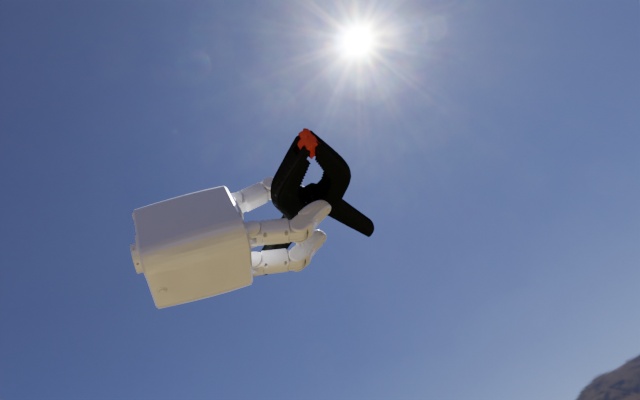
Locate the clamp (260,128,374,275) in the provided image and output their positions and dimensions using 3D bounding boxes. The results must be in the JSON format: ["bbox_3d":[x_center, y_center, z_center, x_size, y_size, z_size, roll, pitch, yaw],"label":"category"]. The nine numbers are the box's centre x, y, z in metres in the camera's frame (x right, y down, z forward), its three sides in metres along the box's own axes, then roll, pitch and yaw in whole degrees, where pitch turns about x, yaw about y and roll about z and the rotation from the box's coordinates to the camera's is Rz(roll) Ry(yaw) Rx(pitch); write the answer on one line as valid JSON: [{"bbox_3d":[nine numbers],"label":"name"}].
[{"bbox_3d":[0.000,0.001,0.564,0.164,0.036,0.210,-15,-40,-19],"label":"clamp"}]
